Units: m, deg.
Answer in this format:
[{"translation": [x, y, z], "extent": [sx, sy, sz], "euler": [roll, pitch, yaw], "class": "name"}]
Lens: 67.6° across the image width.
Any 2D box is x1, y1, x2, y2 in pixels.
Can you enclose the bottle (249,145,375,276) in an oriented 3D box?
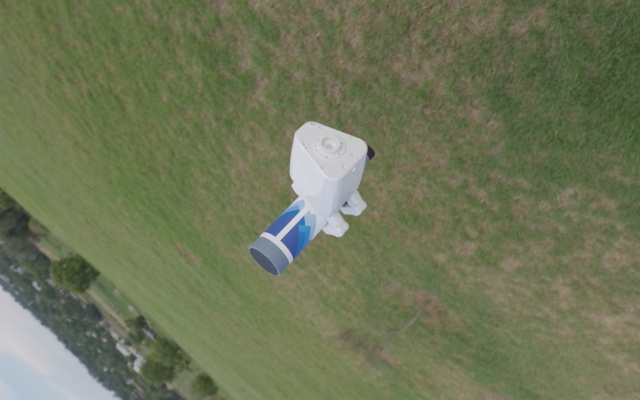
[{"translation": [0.000, 0.003, 0.832], "extent": [0.295, 0.069, 0.069], "euler": [-46, 24, -26], "class": "bottle"}]
